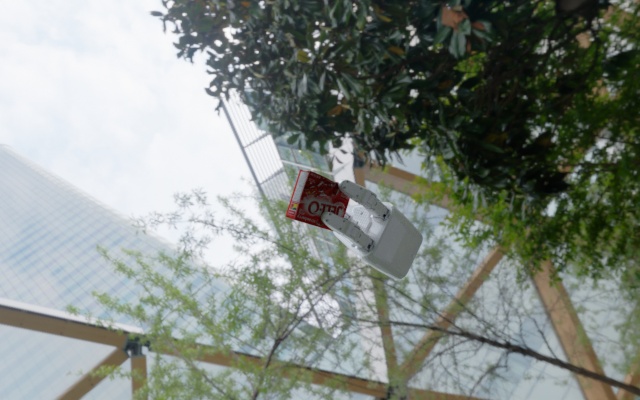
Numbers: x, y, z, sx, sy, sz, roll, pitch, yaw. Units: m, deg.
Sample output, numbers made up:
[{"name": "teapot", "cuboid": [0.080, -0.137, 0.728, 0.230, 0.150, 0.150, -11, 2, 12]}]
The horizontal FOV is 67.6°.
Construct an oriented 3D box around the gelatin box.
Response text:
[{"name": "gelatin box", "cuboid": [0.000, 0.002, 0.701, 0.089, 0.073, 0.030, 20, -3, -37]}]
